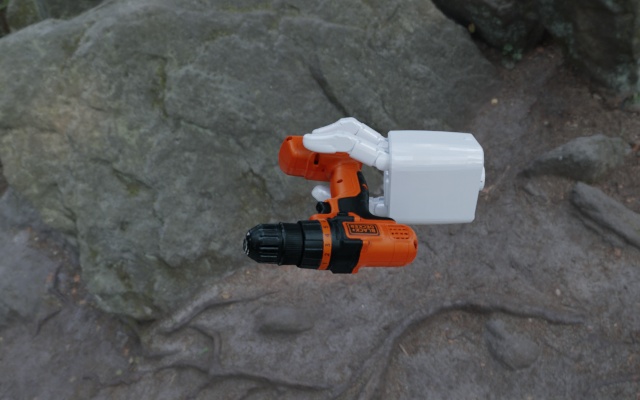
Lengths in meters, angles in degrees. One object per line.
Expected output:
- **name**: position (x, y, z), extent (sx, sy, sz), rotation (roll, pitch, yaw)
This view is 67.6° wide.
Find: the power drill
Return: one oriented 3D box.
- **power drill**: position (0.000, 0.001, 0.543), extent (0.184, 0.057, 0.187), rotation (4, 42, -18)
